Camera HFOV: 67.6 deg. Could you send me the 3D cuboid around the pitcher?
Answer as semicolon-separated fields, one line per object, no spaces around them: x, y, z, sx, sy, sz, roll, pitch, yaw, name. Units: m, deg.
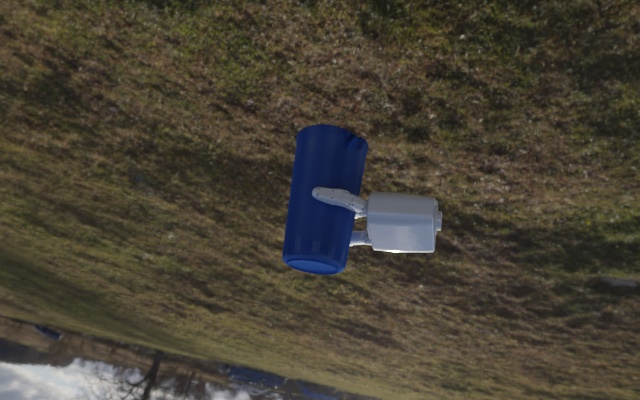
0.000;0.003;0.843;0.145;0.242;0.149;4;-22;15;pitcher
